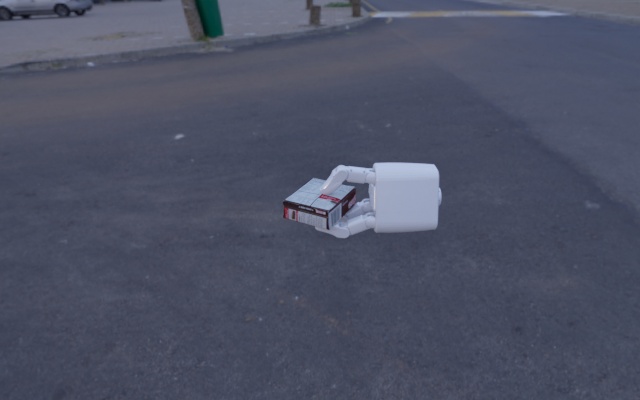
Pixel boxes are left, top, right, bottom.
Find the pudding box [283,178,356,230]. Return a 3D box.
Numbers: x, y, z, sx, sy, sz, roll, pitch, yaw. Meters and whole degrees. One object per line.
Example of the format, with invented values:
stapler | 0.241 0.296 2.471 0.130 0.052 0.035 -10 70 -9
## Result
pudding box | 0.000 0.003 0.832 0.090 0.039 0.113 13 28 24
